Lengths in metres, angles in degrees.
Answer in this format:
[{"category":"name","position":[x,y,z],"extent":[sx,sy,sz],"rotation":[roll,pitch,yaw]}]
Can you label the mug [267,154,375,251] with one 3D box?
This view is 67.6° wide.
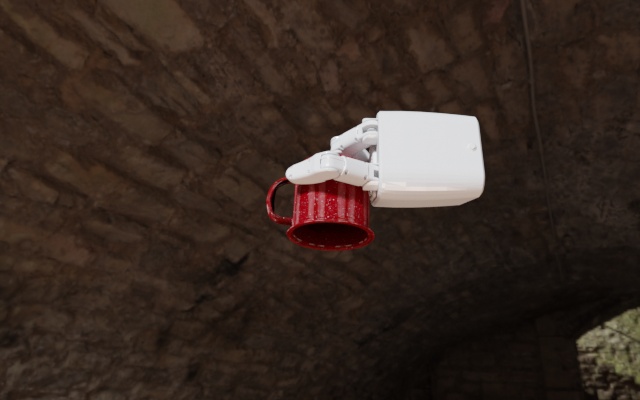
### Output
[{"category":"mug","position":[-0.001,0.001,0.522],"extent":[0.117,0.081,0.093],"rotation":[2,-24,0]}]
